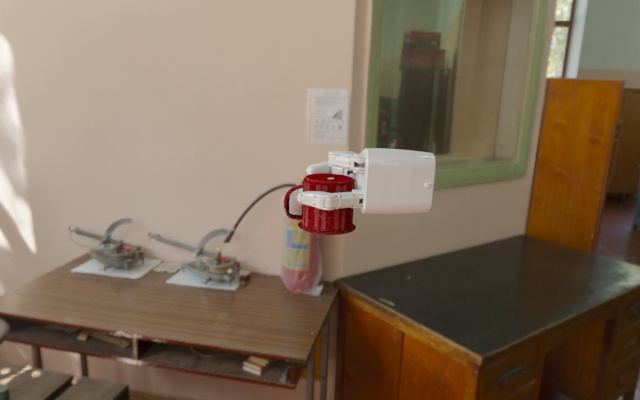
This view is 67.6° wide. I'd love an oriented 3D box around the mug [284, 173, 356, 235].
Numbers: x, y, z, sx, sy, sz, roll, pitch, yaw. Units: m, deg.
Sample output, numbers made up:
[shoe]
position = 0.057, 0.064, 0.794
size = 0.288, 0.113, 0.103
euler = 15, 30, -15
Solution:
[mug]
position = -0.001, 0.002, 0.757
size = 0.117, 0.081, 0.093
euler = 1, 13, -7
